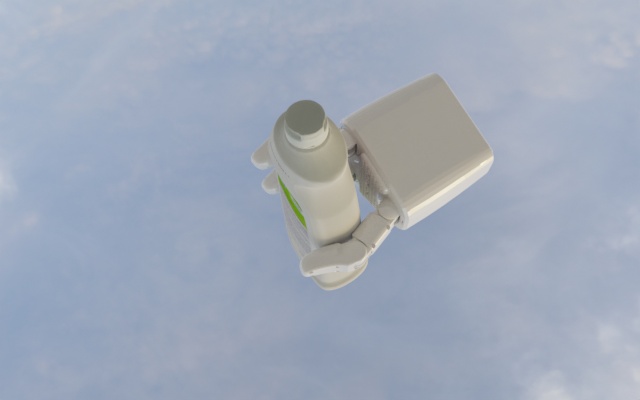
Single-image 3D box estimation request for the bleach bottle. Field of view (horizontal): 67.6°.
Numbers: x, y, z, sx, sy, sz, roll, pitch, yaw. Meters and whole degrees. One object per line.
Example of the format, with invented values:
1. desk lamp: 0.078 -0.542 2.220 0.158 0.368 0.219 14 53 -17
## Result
1. bleach bottle: 0.000 0.001 0.434 0.068 0.102 0.251 -31 -22 -11
